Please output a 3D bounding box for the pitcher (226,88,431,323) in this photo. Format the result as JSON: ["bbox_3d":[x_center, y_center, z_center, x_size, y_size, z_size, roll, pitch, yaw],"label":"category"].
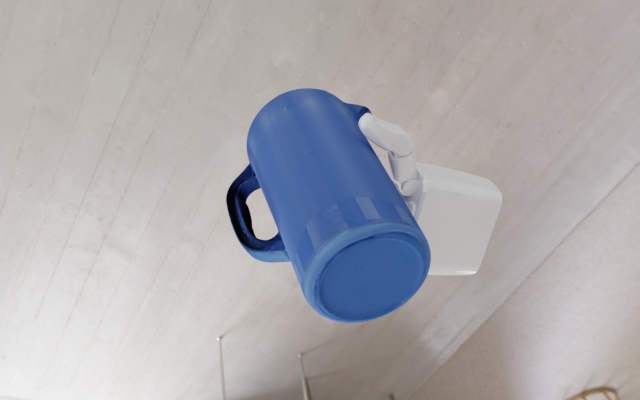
[{"bbox_3d":[0.000,0.002,0.468,0.145,0.149,0.242,9,31,-23],"label":"pitcher"}]
